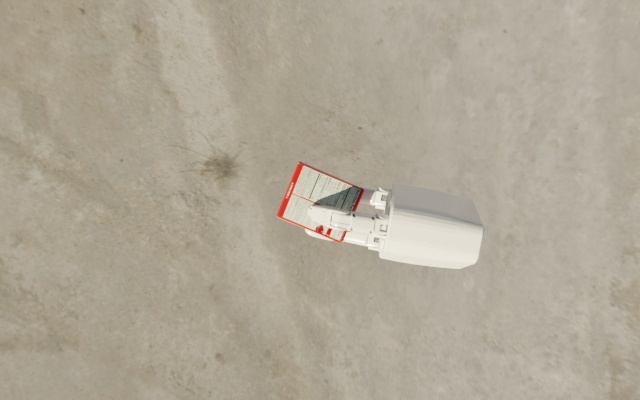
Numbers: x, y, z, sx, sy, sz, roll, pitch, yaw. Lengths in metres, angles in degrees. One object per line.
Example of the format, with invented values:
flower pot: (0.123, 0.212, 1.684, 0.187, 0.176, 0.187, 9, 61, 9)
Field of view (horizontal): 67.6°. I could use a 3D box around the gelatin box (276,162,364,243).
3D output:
gelatin box: (0.000, 0.002, 0.591, 0.089, 0.073, 0.030, 22, 6, 0)
